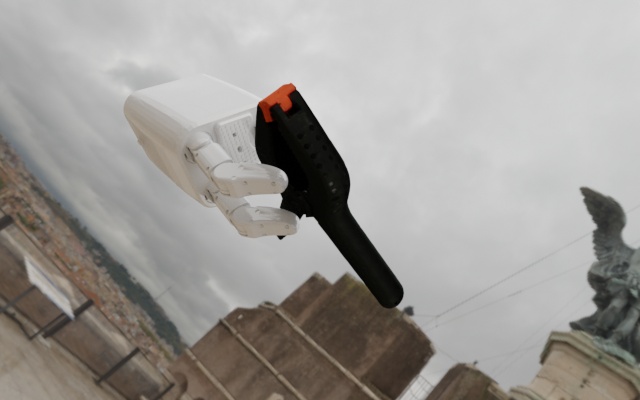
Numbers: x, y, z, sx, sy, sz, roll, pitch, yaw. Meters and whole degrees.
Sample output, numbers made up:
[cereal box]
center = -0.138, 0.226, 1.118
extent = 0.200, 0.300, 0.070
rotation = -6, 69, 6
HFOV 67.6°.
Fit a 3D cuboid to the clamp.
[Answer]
[clamp]
center = 0.000, 0.000, 0.406
extent = 0.164, 0.210, 0.036
rotation = 31, 61, 32
